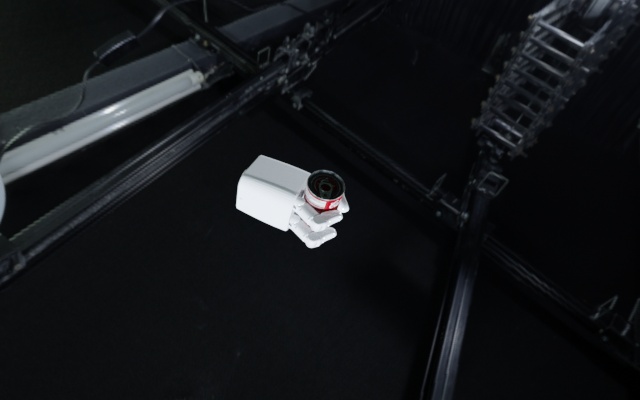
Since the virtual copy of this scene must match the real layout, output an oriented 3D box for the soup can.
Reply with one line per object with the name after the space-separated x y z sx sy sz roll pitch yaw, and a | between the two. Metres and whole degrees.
0.001 0.003 0.869 0.068 0.068 0.102 0 -37 -14 | soup can
